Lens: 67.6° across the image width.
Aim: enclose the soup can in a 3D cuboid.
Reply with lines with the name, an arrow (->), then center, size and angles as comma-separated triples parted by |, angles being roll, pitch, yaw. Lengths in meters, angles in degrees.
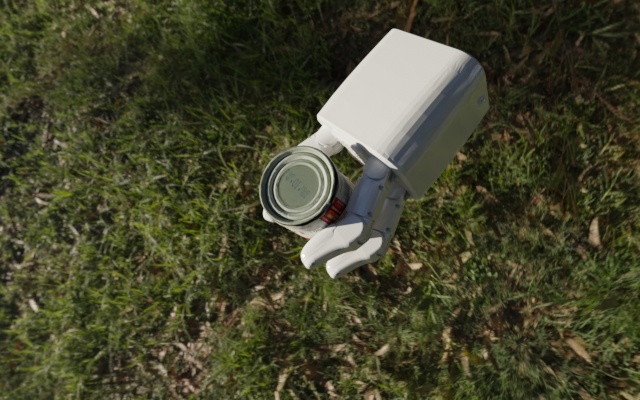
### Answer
soup can -> 0.000, 0.002, 0.413 | 0.068, 0.068, 0.102 | 0, -16, 22
